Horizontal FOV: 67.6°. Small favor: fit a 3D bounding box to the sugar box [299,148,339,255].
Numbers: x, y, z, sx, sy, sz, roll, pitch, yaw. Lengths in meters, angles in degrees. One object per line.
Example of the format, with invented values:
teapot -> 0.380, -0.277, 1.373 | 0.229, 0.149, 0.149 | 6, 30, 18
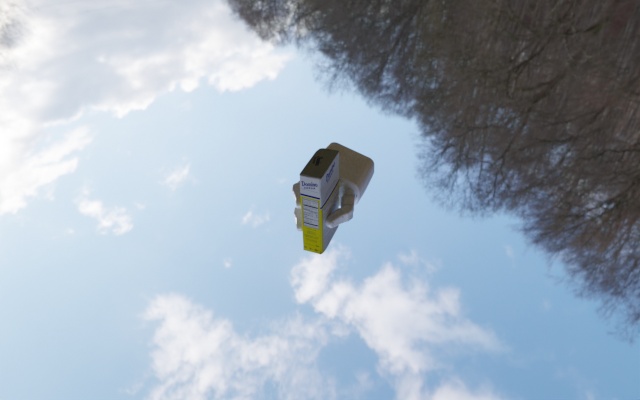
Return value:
sugar box -> 0.000, 0.003, 0.863 | 0.048, 0.176, 0.093 | 11, 39, 19
